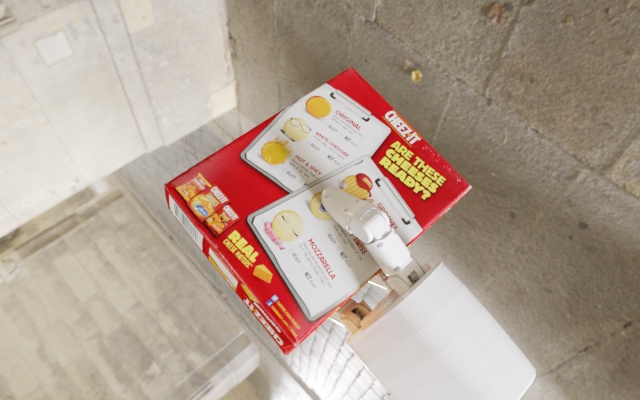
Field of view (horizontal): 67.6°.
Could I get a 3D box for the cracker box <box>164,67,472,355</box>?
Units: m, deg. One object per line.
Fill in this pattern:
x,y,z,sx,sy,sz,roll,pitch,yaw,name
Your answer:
0.000,0.001,0.427,0.213,0.164,0.072,-37,-11,-24,cracker box
